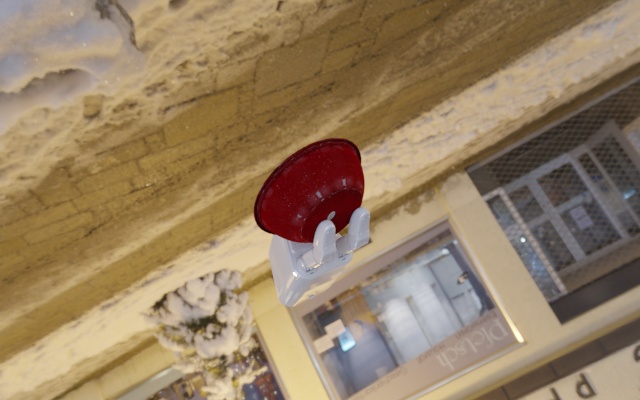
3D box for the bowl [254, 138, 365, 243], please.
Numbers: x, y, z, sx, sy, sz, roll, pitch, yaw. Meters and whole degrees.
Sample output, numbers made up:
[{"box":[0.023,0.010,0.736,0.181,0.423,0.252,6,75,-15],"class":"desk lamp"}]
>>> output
[{"box":[0.000,0.001,0.595,0.162,0.162,0.055,0,41,-47],"class":"bowl"}]
